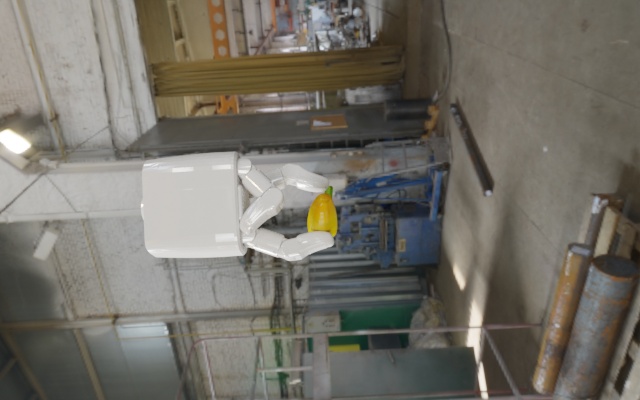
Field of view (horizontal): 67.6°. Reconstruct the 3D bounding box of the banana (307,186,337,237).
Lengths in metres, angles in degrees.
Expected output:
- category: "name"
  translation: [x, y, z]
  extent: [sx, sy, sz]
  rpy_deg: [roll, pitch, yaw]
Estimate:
- category: "banana"
  translation: [0.001, 0.020, 0.602]
  extent: [0.037, 0.069, 0.198]
  rpy_deg: [-4, 4, 1]
